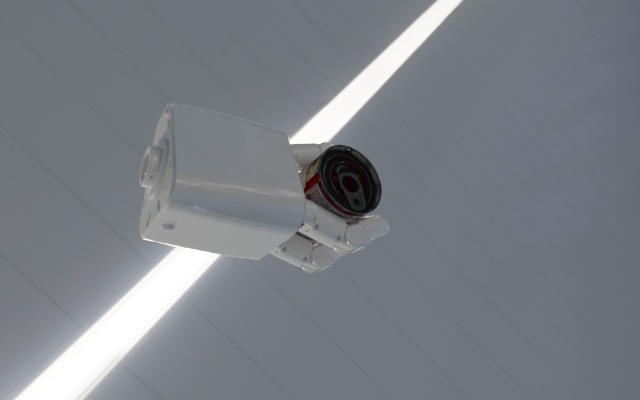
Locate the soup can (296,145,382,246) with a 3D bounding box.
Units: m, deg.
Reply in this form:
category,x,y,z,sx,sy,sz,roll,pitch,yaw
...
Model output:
category,x,y,z,sx,sy,sz,roll,pitch,yaw
soup can,0.000,0.002,0.456,0.068,0.068,0.102,0,-24,-36
